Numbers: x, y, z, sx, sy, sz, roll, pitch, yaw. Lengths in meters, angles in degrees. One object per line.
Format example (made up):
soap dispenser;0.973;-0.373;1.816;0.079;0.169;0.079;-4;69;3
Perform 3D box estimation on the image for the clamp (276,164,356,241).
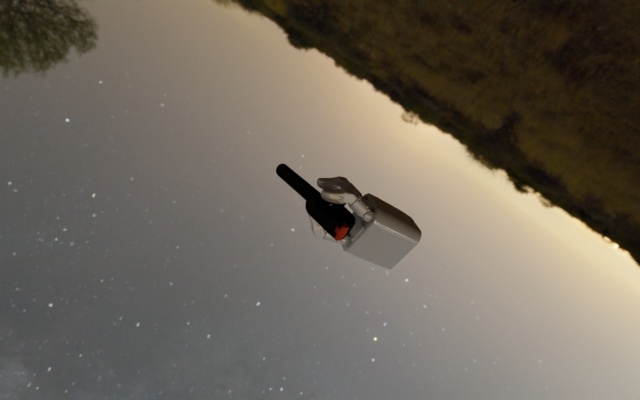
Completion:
clamp;0.000;0.004;0.850;0.164;0.036;0.210;24;18;-19
